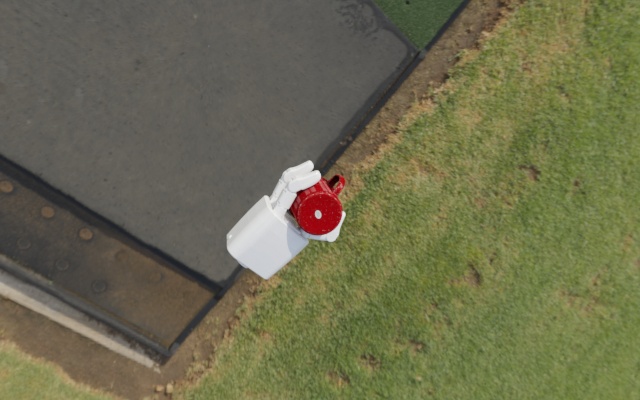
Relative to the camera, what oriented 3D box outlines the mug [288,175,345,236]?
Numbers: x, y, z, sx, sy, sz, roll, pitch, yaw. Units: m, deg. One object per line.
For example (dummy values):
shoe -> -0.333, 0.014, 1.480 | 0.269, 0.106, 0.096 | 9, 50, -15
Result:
mug -> 0.001, 0.002, 0.838 | 0.093, 0.117, 0.081 | 44, 5, -21
